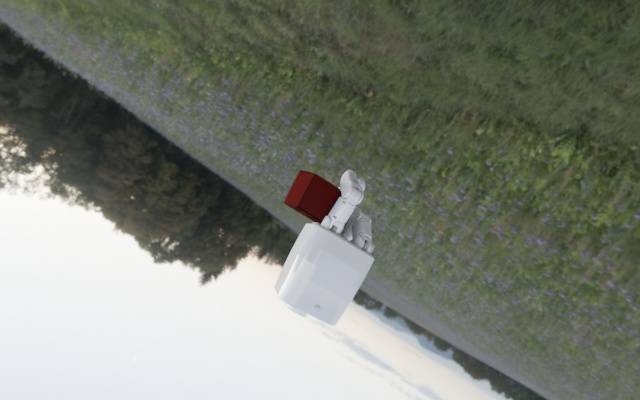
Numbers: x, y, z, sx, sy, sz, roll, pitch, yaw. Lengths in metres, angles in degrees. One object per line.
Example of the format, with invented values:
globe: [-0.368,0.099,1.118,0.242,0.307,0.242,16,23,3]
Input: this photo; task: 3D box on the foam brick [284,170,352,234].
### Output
foam brick: [0.000,0.002,0.641,0.078,0.051,0.053,32,-6,-24]
